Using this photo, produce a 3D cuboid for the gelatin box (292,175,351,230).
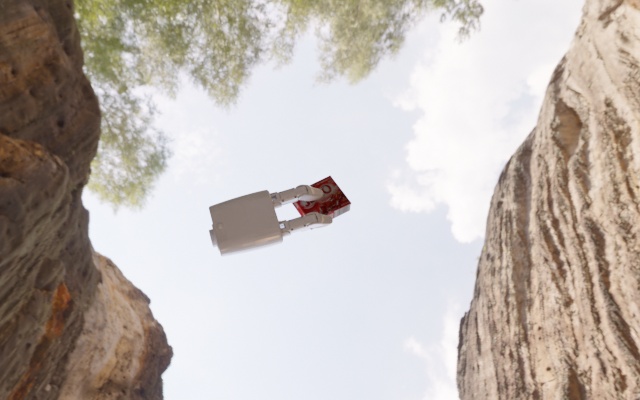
[{"bbox_3d":[0.000,0.003,0.876,0.089,0.073,0.030,-26,-29,-20],"label":"gelatin box"}]
